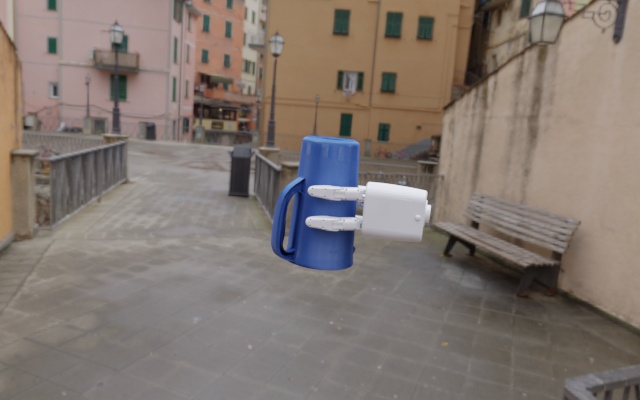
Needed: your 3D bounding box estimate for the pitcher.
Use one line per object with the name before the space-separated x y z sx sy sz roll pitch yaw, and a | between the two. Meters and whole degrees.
pitcher | 0.000 0.003 0.900 0.145 0.243 0.149 7 9 11
